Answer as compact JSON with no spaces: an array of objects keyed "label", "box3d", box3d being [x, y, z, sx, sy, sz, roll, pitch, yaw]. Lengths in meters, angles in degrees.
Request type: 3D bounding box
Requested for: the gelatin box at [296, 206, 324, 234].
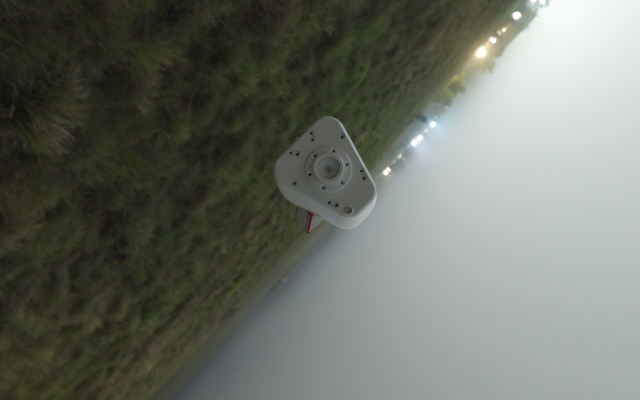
[{"label":"gelatin box","box3d":[0.000,0.003,0.675,0.073,0.030,0.089,-43,-12,-18]}]
